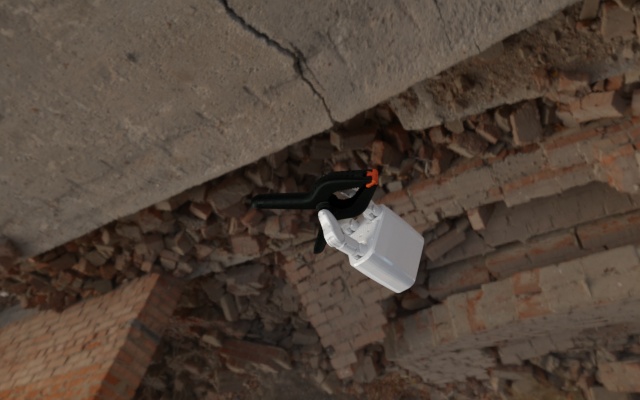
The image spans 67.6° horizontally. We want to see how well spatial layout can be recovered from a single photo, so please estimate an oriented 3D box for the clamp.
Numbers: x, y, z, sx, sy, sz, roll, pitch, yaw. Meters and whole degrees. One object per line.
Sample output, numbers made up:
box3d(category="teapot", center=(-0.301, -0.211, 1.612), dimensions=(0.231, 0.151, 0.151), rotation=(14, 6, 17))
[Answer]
box3d(category="clamp", center=(0.001, 0.003, 0.770), dimensions=(0.164, 0.036, 0.210), rotation=(33, -50, -25))
